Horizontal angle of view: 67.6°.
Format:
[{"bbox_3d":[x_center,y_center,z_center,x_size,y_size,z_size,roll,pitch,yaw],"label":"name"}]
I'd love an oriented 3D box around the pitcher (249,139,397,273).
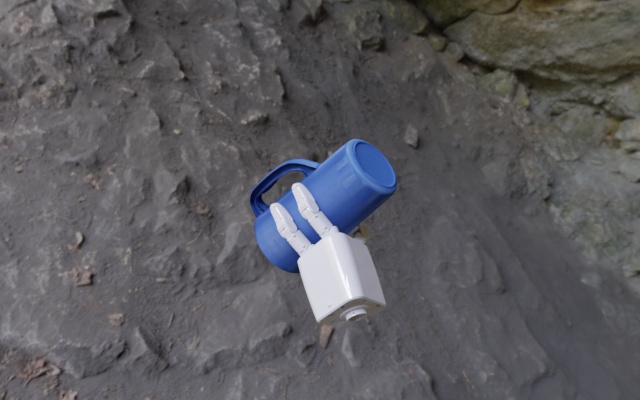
[{"bbox_3d":[0.000,0.003,0.798,0.149,0.145,0.243,15,-44,-41],"label":"pitcher"}]
